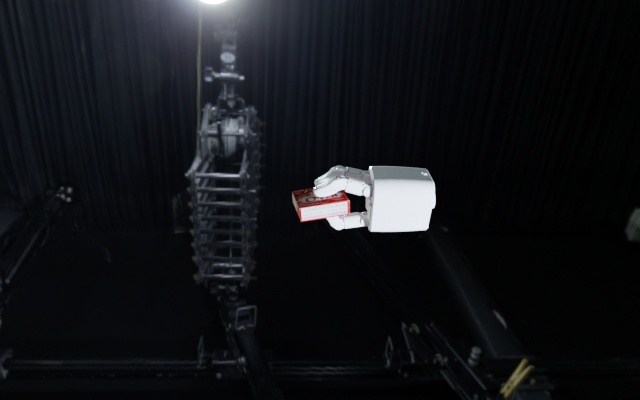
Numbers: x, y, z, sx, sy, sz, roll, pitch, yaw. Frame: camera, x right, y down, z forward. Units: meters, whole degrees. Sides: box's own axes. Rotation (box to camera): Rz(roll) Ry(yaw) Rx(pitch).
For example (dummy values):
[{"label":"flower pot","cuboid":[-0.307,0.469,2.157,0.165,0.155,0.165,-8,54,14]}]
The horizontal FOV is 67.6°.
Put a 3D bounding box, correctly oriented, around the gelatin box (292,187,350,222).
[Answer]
[{"label":"gelatin box","cuboid":[0.000,0.003,0.836,0.089,0.030,0.073,-9,26,-10]}]
